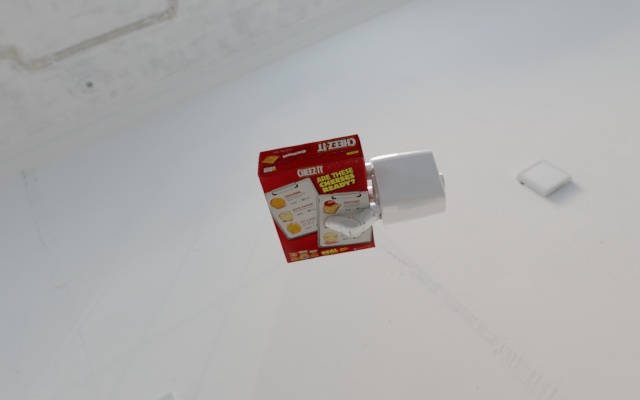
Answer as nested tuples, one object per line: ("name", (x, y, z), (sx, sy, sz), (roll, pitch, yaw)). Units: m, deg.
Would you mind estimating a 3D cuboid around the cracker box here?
("cracker box", (0.000, 0.003, 0.803), (0.164, 0.214, 0.072), (-10, 43, 3))
